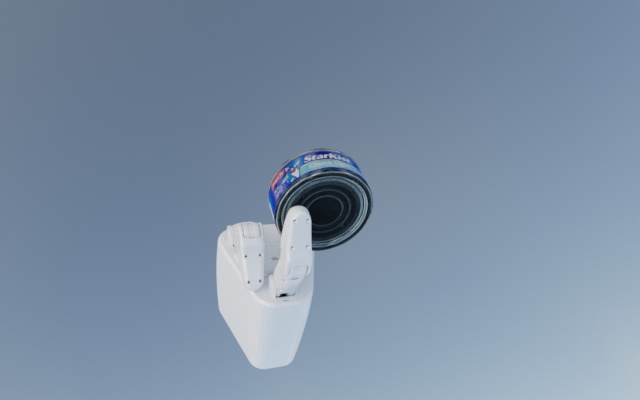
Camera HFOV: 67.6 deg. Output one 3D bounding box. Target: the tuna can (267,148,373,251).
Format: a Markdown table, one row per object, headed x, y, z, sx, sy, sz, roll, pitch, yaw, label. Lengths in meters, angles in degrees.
| x | y | z | sx | sy | sz | roll | pitch | yaw | label |
| --- | --- | --- | --- | --- | --- | --- | --- | --- | --- |
| 0.000 | 0.002 | 0.404 | 0.086 | 0.086 | 0.033 | 0 | 36 | -18 | tuna can |
